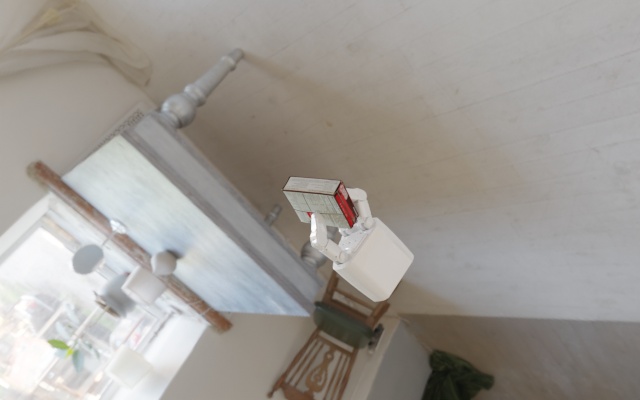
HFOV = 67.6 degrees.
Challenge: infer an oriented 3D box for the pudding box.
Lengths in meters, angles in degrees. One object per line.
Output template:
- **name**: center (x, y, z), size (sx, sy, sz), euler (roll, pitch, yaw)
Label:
- **pudding box**: center (0.000, 0.003, 0.824), size (0.113, 0.039, 0.090), euler (5, -40, 33)
